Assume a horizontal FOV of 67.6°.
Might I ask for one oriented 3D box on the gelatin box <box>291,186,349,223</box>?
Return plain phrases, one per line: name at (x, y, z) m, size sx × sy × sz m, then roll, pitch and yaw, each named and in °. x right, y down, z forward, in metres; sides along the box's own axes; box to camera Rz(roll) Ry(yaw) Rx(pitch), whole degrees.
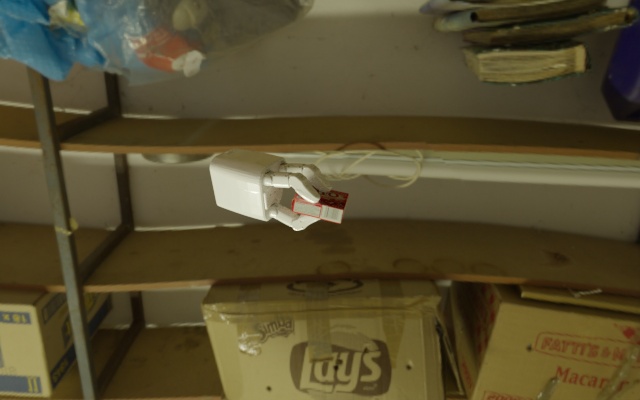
gelatin box at (0.000, 0.003, 0.828) m, size 0.089 × 0.030 × 0.073 m, roll 13°, pitch 24°, yaw 5°
